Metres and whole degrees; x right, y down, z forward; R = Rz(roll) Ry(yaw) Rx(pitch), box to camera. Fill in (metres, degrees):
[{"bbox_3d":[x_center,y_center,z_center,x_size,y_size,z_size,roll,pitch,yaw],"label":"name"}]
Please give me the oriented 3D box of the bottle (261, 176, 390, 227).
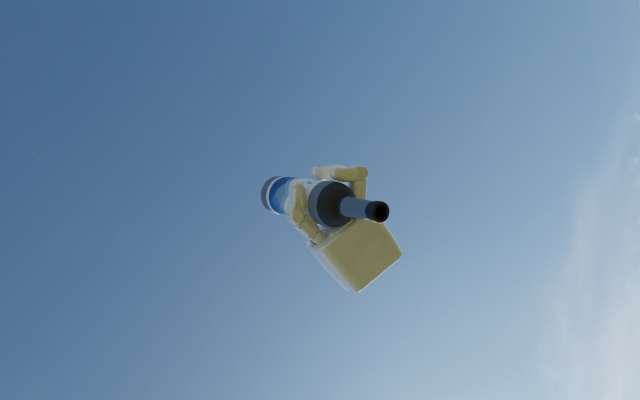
[{"bbox_3d":[0.000,0.002,0.720,0.069,0.069,0.295,0,5,-31],"label":"bottle"}]
